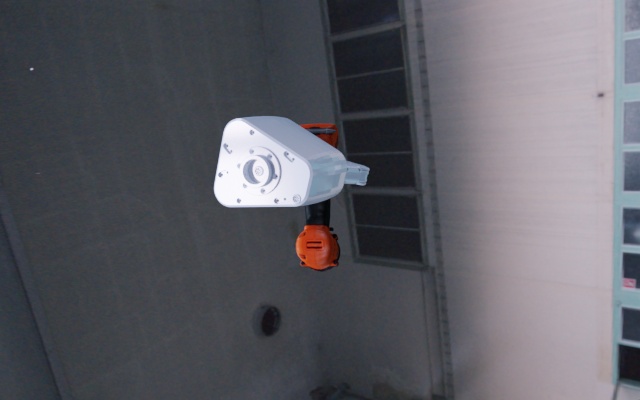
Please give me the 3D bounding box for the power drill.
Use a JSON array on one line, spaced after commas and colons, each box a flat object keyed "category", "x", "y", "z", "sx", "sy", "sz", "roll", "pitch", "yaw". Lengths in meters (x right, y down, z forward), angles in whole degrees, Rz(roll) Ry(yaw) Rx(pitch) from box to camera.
[{"category": "power drill", "x": 0.000, "y": 0.002, "z": 0.651, "sx": 0.057, "sy": 0.187, "sz": 0.184, "roll": -3, "pitch": -10, "yaw": 2}]
